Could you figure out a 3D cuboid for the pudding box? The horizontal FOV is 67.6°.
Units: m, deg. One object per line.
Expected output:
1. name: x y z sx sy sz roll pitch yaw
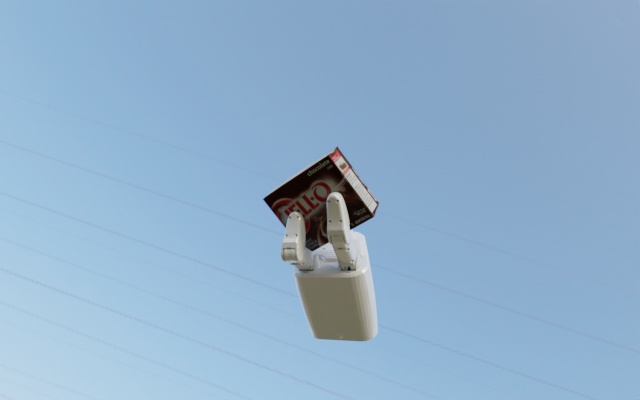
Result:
1. pudding box: 0.000 0.002 0.576 0.113 0.090 0.039 -32 11 29
